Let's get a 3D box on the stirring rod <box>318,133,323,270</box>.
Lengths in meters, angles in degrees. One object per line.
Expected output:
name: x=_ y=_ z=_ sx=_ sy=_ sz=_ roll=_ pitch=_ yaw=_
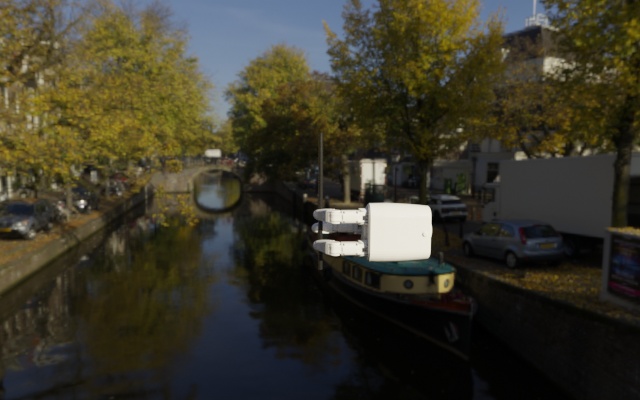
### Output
stirring rod: x=0.000 y=0.003 z=0.839 sx=0.011 sy=0.239 sz=0.011 roll=0 pitch=5 yaw=0
